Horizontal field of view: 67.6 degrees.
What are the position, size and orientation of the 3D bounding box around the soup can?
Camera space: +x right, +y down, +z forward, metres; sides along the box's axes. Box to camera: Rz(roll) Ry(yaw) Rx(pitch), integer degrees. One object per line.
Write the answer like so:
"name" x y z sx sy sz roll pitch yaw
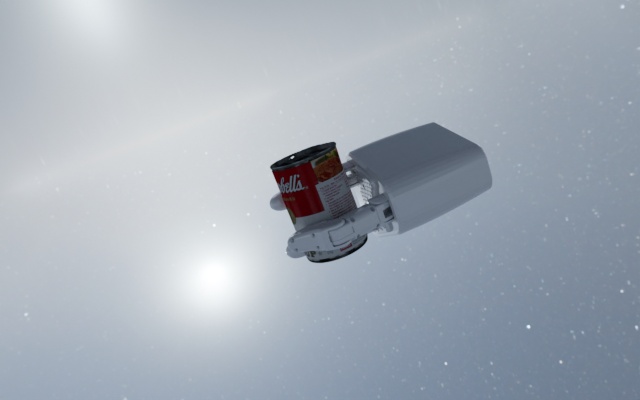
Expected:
"soup can" 0.000 0.002 0.471 0.068 0.102 0.068 -19 14 5
